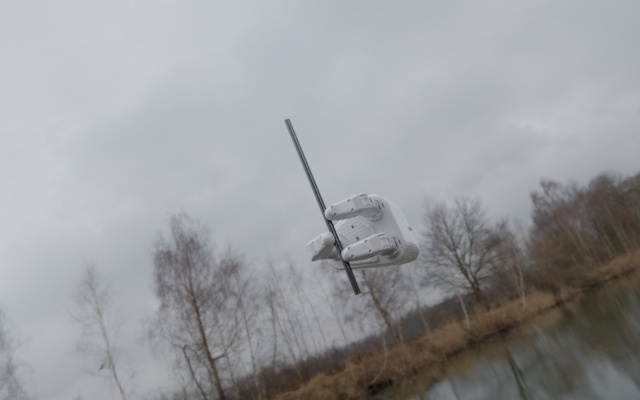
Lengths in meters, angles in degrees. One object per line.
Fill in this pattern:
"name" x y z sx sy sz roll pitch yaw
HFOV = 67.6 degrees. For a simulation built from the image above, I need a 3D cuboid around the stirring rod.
"stirring rod" 0.000 0.002 0.588 0.011 0.239 0.011 -20 -17 -6
